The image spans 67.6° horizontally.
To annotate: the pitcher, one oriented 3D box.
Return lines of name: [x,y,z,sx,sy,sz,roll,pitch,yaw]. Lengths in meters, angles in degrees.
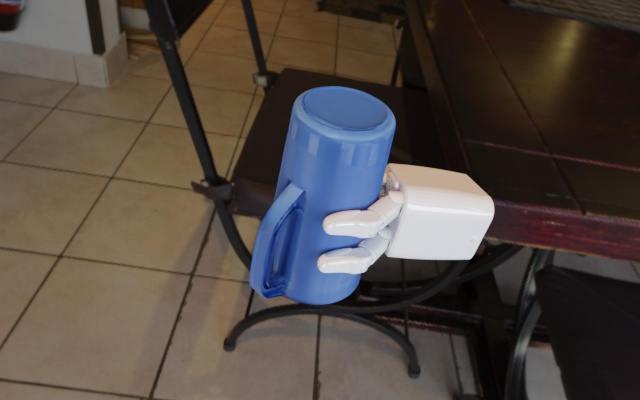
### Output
pitcher: [0.000,0.002,0.552,0.145,0.243,0.149,6,39,-7]
